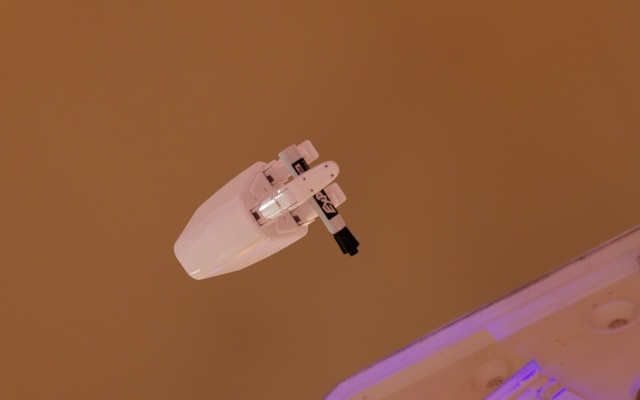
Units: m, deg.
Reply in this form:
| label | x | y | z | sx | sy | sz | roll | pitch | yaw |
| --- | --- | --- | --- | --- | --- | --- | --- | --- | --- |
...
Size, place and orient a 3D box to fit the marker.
| label | x | y | z | sx | sy | sz | roll | pitch | yaw |
| --- | --- | --- | --- | --- | --- | --- | --- | --- | --- |
| marker | 0.000 | 0.001 | 0.459 | 0.020 | 0.121 | 0.020 | -33 | 3 | 2 |
